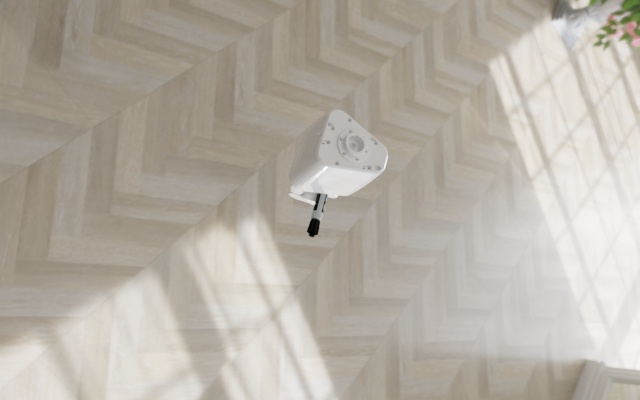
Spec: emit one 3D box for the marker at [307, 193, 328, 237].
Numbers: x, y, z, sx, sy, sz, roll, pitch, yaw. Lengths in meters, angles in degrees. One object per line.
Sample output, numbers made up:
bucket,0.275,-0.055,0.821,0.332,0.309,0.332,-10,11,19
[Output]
marker,0.000,0.003,0.778,0.020,0.121,0.020,13,-21,5
